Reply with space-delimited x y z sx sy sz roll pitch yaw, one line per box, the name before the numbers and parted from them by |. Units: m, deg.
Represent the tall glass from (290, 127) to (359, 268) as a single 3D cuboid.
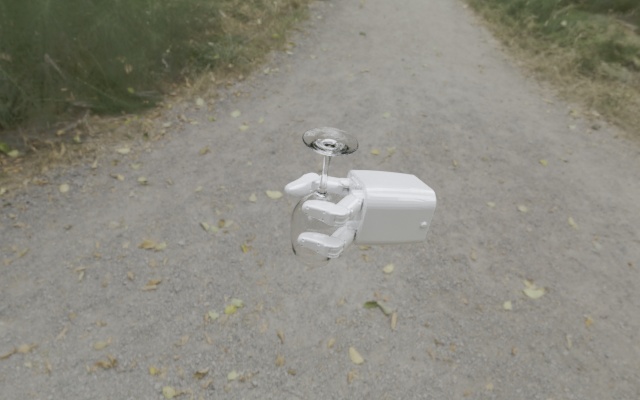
tall glass | 0.000 0.002 0.678 0.079 0.201 0.079 7 35 -5
